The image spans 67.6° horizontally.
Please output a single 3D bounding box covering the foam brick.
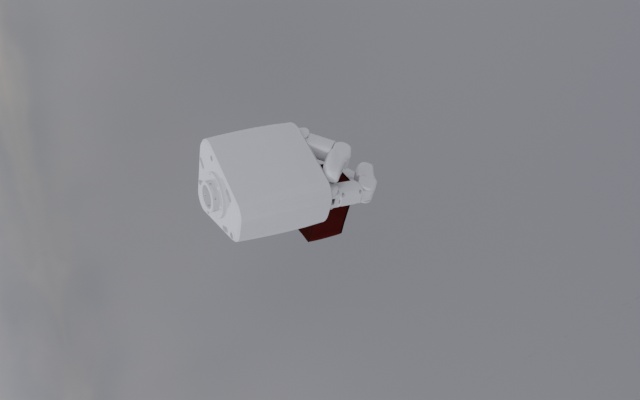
[{"bbox_3d":[0.000,0.002,0.575,0.051,0.078,0.053,-15,47,-31],"label":"foam brick"}]
